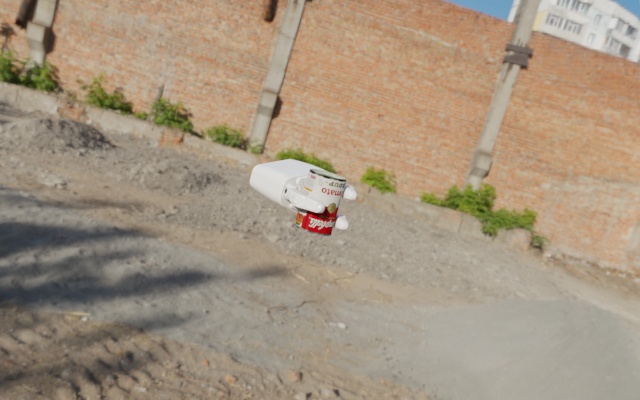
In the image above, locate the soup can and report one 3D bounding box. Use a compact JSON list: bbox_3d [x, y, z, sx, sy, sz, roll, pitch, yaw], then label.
[{"bbox_3d":[0.000,0.003,0.826,0.068,0.102,0.068,15,9,-3],"label":"soup can"}]
